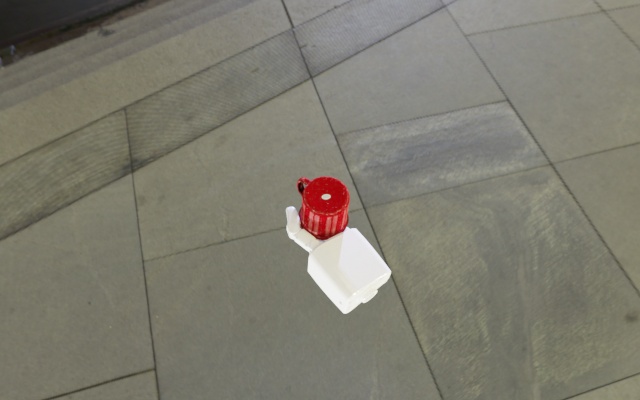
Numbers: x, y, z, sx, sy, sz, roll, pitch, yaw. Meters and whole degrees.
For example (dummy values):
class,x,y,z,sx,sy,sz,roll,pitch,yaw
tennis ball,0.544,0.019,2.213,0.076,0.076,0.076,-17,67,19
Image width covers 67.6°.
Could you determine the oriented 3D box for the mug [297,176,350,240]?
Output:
class,x,y,z,sx,sy,sz,roll,pitch,yaw
mug,-0.001,0.002,0.848,0.093,0.117,0.081,-34,-23,-21
